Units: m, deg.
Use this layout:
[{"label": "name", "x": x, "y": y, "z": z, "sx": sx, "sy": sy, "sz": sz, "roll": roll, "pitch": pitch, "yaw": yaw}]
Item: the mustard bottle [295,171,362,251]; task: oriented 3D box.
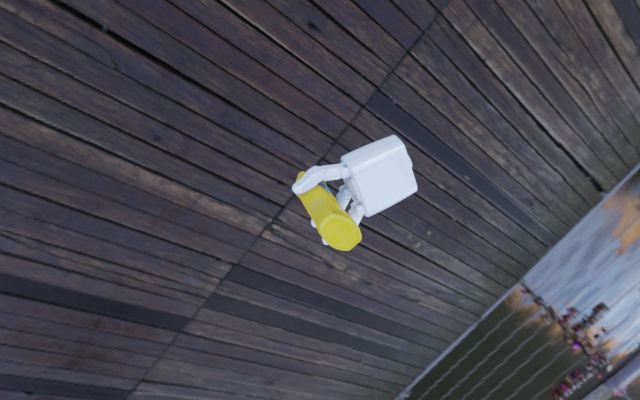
[{"label": "mustard bottle", "x": 0.000, "y": 0.003, "z": 0.851, "sx": 0.096, "sy": 0.058, "sz": 0.191, "roll": 39, "pitch": 11, "yaw": -40}]
